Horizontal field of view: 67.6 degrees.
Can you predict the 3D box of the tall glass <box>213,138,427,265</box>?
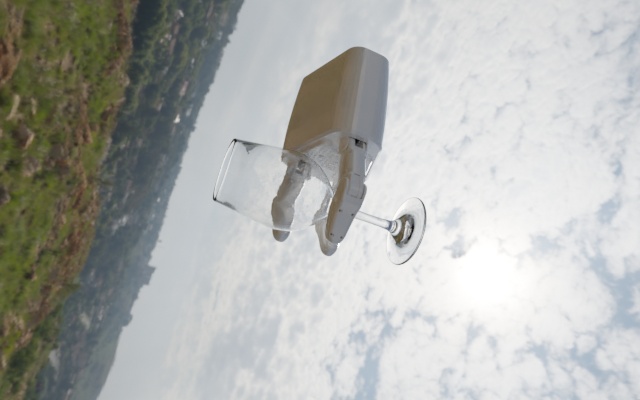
[{"bbox_3d":[0.001,0.002,0.471,0.201,0.079,0.079,18,-6,-18],"label":"tall glass"}]
